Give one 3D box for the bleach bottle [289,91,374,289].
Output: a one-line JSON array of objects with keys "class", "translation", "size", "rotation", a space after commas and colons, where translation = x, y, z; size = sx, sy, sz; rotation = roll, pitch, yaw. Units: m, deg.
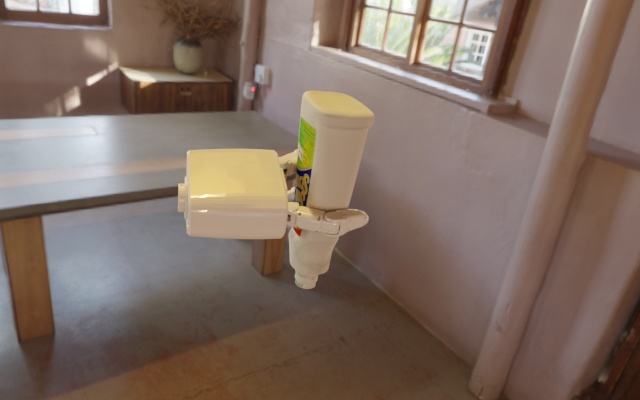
[{"class": "bleach bottle", "translation": [0.000, 0.002, 0.582], "size": [0.068, 0.251, 0.102], "rotation": [0, 26, -19]}]
